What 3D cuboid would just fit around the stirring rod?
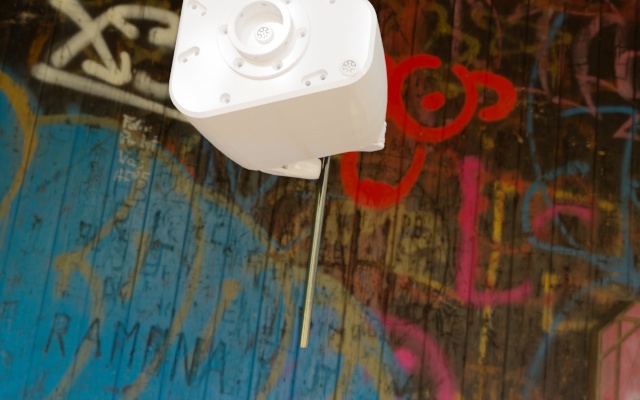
[{"bbox_3d":[0.000,0.001,0.407,0.011,0.239,0.011,7,-8,1],"label":"stirring rod"}]
